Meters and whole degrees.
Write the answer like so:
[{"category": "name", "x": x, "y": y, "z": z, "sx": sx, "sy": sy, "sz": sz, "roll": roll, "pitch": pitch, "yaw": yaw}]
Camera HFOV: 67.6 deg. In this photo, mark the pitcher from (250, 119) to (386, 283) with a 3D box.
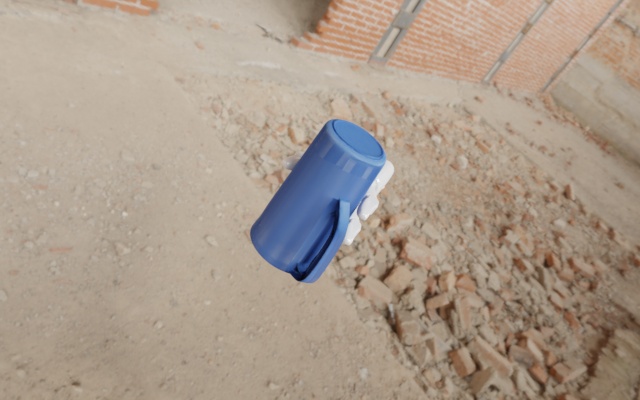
[{"category": "pitcher", "x": 0.000, "y": 0.002, "z": 0.755, "sx": 0.149, "sy": 0.243, "sz": 0.145, "roll": 39, "pitch": 30, "yaw": 8}]
